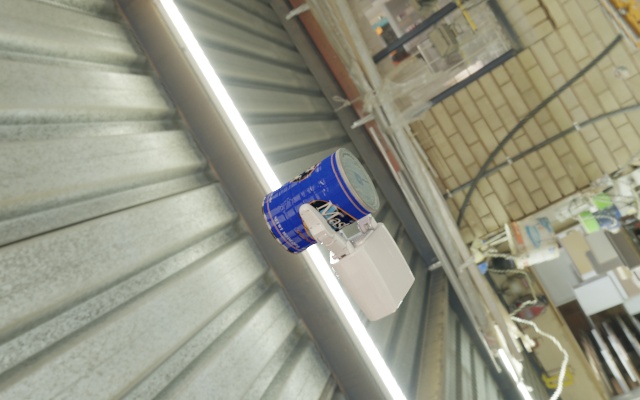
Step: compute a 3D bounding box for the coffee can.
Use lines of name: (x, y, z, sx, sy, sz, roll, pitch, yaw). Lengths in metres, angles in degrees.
coffee can: (0.000, 0.002, 0.700, 0.140, 0.103, 0.103, -31, -12, 21)
